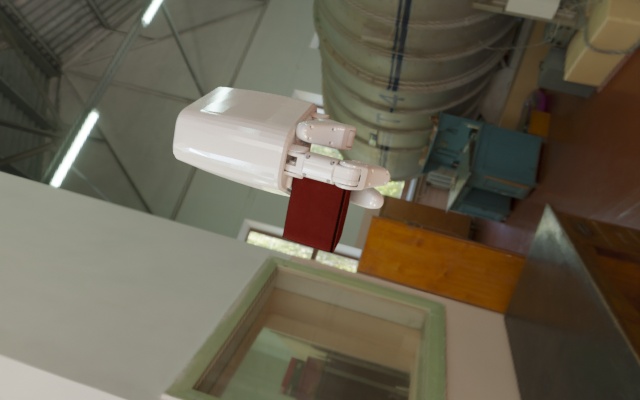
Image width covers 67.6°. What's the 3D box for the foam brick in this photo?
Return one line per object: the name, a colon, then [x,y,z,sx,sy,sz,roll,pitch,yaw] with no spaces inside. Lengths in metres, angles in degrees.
foam brick: [0.000,0.002,0.463,0.051,0.078,0.053,14,14,8]
